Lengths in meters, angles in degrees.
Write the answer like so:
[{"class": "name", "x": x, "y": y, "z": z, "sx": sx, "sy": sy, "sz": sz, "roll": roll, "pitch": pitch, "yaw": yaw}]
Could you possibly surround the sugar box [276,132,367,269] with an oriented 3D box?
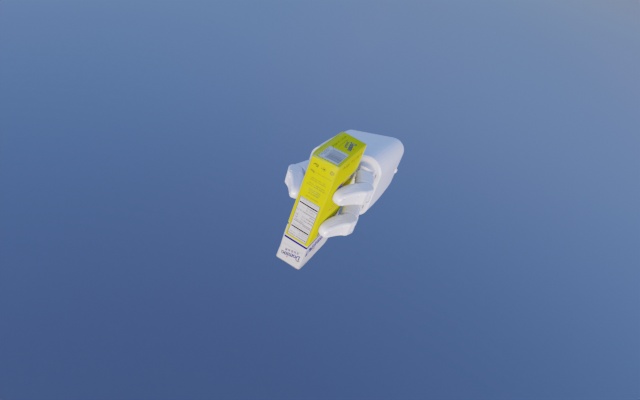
[{"class": "sugar box", "x": 0.001, "y": 0.002, "z": 0.649, "sx": 0.048, "sy": 0.176, "sz": 0.093, "roll": 29, "pitch": 36, "yaw": 15}]
